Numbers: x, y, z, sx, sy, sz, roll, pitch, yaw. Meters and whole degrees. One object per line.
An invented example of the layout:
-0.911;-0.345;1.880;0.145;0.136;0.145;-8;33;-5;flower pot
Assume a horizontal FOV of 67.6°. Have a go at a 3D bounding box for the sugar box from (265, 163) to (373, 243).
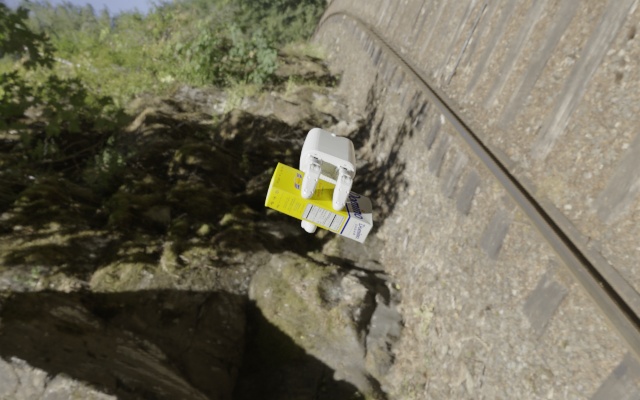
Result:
0.000;0.002;0.801;0.176;0.048;0.093;19;29;-8;sugar box
